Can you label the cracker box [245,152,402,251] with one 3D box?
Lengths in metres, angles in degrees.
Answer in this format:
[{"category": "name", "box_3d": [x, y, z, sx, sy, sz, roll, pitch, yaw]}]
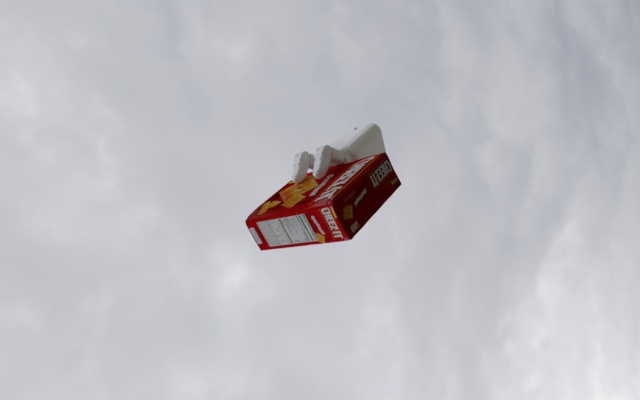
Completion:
[{"category": "cracker box", "box_3d": [0.000, 0.003, 0.789, 0.214, 0.072, 0.164, -12, 23, 45]}]
